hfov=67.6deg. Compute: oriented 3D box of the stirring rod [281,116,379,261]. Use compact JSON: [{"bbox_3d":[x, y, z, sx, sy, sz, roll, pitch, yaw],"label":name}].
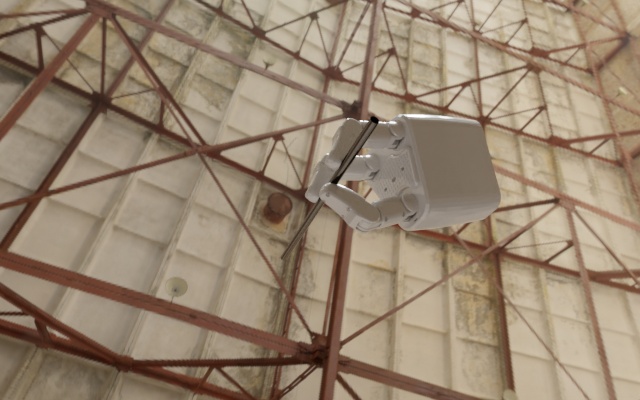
[{"bbox_3d":[0.000,0.002,0.473,0.011,0.011,0.240,0,-33,-25],"label":"stirring rod"}]
